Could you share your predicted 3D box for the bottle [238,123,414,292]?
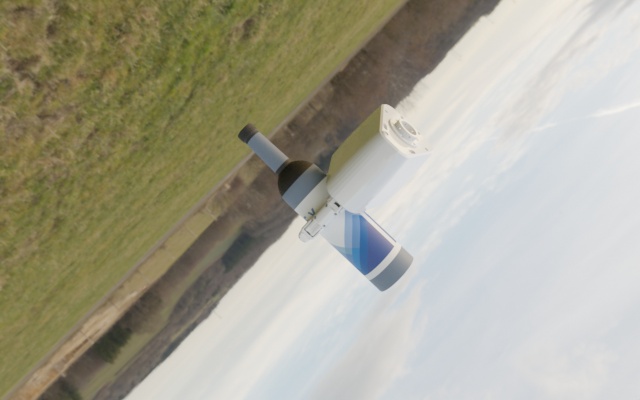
[{"bbox_3d":[0.000,0.002,0.668,0.295,0.069,0.069,43,0,0],"label":"bottle"}]
